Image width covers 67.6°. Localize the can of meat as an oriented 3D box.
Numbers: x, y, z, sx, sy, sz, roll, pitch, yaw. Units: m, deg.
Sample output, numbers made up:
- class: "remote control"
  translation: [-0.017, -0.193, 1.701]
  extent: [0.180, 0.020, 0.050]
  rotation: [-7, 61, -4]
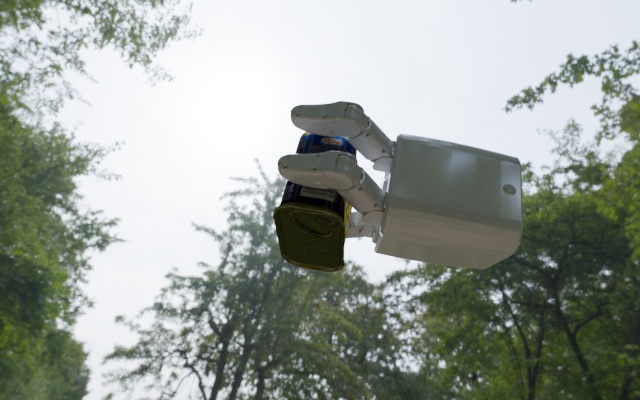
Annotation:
- class: "can of meat"
  translation: [0.000, 0.001, 0.418]
  extent: [0.057, 0.084, 0.102]
  rotation: [9, -33, 8]
